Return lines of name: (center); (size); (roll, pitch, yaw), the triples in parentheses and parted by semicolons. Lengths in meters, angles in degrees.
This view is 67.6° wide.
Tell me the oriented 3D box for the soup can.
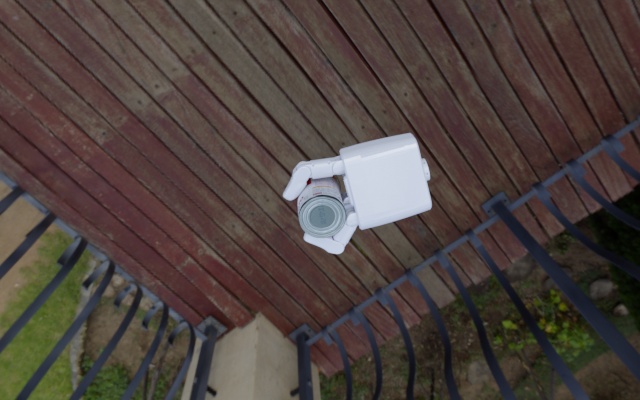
soup can: (0.000, 0.002, 0.694); (0.068, 0.068, 0.102); (0, 25, -4)
